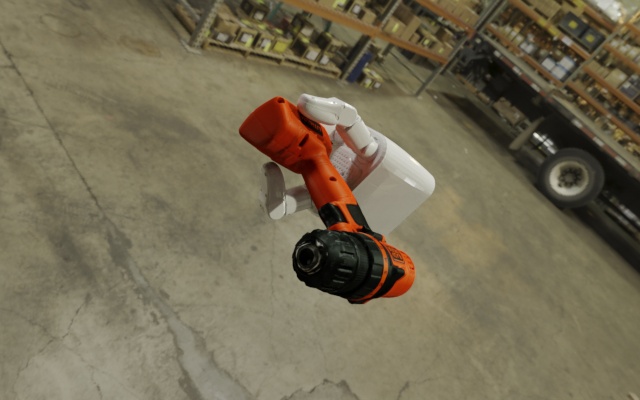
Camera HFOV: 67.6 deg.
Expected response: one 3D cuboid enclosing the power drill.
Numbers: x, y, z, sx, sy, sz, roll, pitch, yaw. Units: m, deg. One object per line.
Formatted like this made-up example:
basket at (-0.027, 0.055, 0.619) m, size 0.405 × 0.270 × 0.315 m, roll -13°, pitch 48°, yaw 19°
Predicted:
power drill at (0.000, 0.001, 0.409) m, size 0.057 × 0.187 × 0.184 m, roll -36°, pitch -25°, yaw 14°
